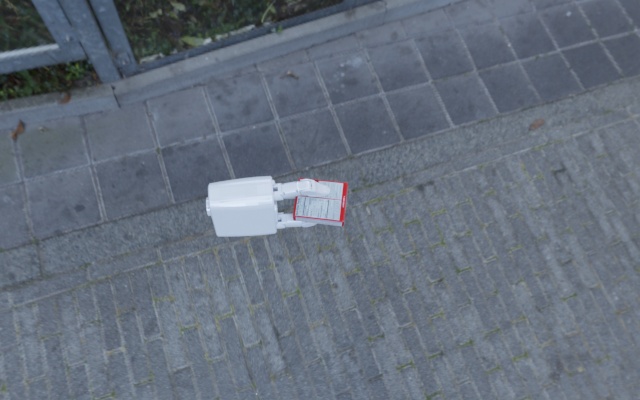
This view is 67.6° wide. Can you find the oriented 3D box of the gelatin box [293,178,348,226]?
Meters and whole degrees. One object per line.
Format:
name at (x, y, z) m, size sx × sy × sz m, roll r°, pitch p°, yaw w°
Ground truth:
gelatin box at (0.000, 0.003, 0.828) m, size 0.089 × 0.073 × 0.030 m, roll 6°, pitch -21°, yaw 3°
